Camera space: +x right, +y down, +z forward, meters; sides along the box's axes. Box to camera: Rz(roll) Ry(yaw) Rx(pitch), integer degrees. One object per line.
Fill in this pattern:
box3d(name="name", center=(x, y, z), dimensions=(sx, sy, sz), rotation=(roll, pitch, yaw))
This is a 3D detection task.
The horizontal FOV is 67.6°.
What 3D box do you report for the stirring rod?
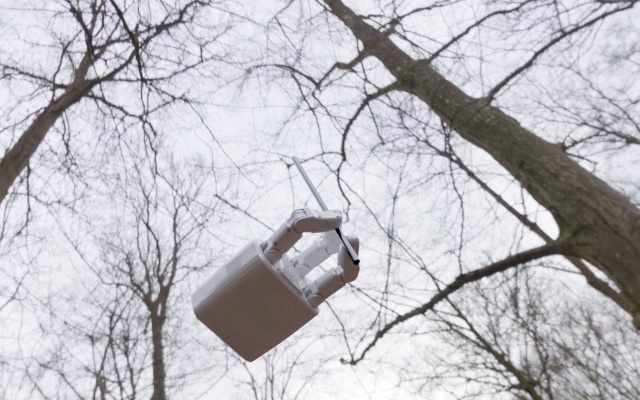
box3d(name="stirring rod", center=(0.000, 0.002, 0.598), dimensions=(0.011, 0.011, 0.239), rotation=(0, 32, -22))
